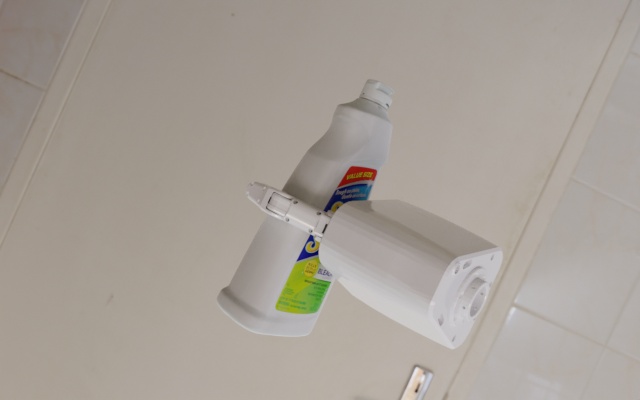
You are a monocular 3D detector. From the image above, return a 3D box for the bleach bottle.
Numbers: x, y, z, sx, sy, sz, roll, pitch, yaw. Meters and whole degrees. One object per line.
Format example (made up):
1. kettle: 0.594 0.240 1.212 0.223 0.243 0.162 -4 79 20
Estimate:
1. bleach bottle: 0.000 0.002 0.454 0.068 0.251 0.102 26 1 39
